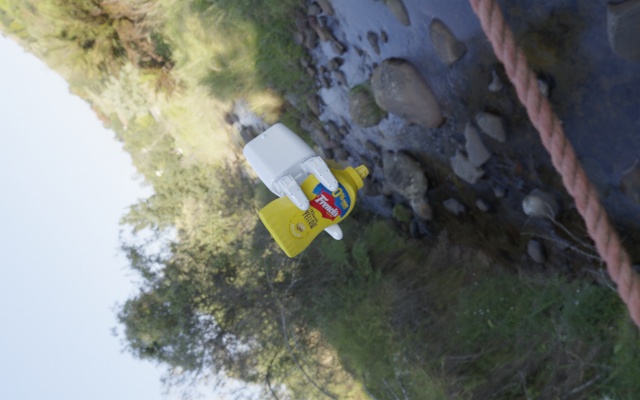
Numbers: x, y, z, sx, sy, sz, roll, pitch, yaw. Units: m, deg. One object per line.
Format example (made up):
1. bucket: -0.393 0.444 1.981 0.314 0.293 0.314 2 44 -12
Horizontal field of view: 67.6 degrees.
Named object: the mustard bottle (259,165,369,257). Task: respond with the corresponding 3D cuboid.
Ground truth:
1. mustard bottle: 0.000 0.003 0.788 0.191 0.096 0.058 -36 30 -9
